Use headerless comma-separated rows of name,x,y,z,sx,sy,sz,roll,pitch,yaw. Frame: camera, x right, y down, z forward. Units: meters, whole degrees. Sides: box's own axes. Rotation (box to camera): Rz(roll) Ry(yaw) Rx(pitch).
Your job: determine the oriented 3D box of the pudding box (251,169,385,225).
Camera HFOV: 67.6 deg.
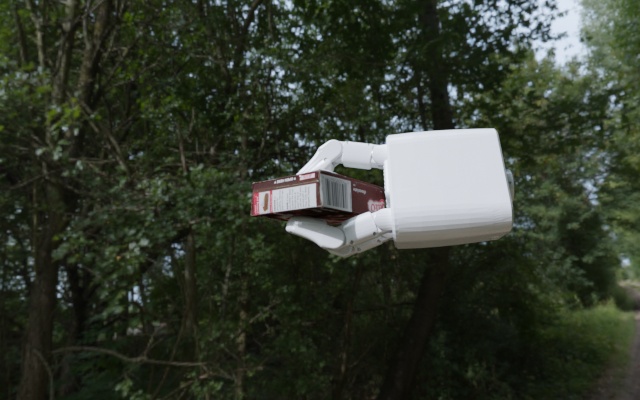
pudding box,0.000,0.001,0.485,0.090,0.039,0.113,-9,-15,37
